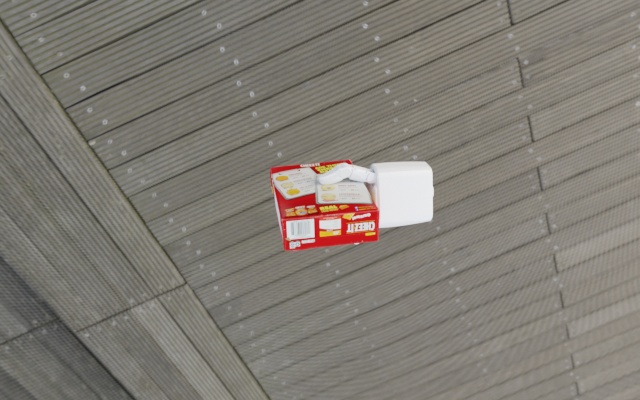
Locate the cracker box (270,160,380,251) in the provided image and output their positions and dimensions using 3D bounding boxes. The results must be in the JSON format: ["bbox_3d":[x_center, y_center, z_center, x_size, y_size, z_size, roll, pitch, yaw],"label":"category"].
[{"bbox_3d":[0.000,0.003,0.870,0.164,0.072,0.213,-6,28,-8],"label":"cracker box"}]
